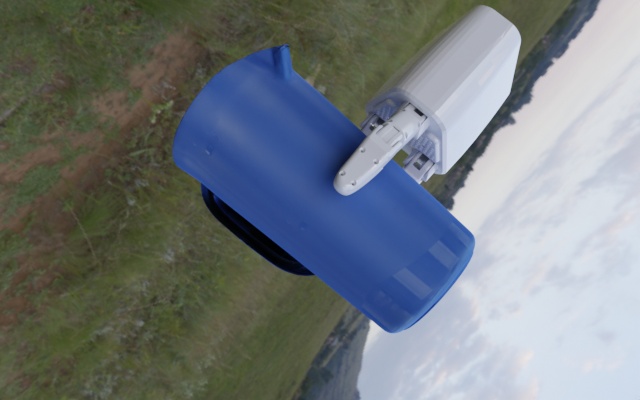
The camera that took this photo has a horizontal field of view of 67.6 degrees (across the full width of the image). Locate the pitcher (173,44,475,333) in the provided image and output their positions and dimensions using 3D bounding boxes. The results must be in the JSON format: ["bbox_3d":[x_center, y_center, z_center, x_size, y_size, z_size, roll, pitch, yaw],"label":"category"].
[{"bbox_3d":[0.000,0.001,0.415,0.243,0.145,0.149,41,-9,8],"label":"pitcher"}]
